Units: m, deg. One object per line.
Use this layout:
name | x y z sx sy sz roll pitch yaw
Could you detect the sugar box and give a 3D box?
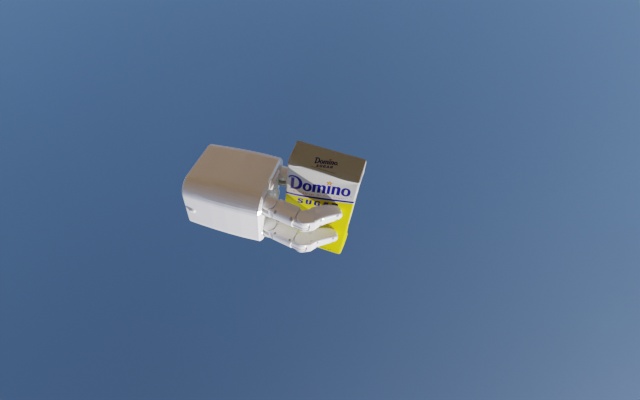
sugar box | 0.000 0.003 0.649 0.093 0.048 0.176 16 -33 5
